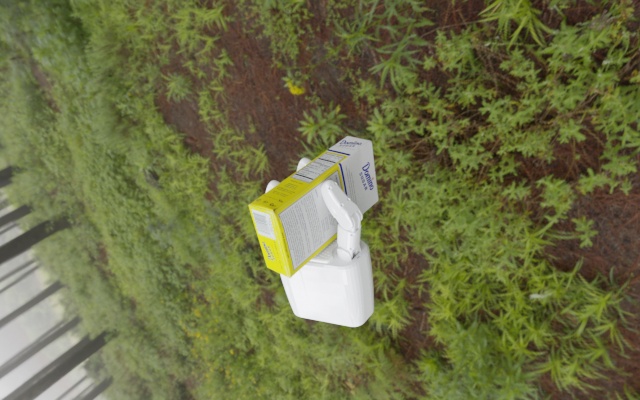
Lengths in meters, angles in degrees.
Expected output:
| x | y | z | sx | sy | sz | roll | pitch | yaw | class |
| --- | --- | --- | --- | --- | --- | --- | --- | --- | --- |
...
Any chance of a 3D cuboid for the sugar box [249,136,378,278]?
| x | y | z | sx | sy | sz | roll | pitch | yaw | class |
| --- | --- | --- | --- | --- | --- | --- | --- | --- | --- |
| 0.000 | 0.002 | 0.574 | 0.048 | 0.093 | 0.176 | 16 | 41 | 36 | sugar box |
